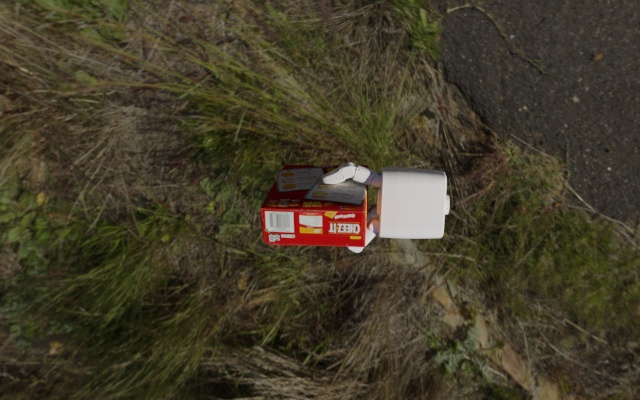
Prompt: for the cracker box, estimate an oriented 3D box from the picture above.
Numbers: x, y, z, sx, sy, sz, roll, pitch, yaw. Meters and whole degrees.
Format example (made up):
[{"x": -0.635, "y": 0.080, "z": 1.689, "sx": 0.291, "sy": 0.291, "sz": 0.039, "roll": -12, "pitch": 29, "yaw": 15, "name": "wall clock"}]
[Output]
[{"x": 0.000, "y": 0.003, "z": 0.827, "sx": 0.164, "sy": 0.072, "sz": 0.213, "roll": 1, "pitch": 23, "yaw": 6, "name": "cracker box"}]
